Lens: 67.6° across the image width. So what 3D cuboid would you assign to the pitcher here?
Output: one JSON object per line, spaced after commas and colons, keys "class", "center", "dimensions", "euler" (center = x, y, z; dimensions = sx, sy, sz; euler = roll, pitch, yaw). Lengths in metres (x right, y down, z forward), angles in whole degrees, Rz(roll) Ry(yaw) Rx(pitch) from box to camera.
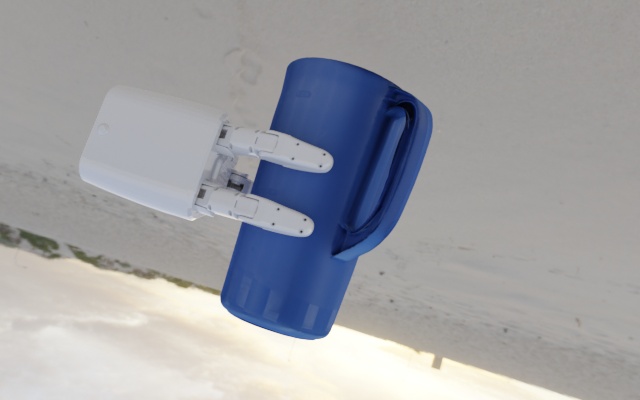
{"class": "pitcher", "center": [0.000, 0.001, 0.449], "dimensions": [0.145, 0.243, 0.149], "euler": [18, -7, 2]}
